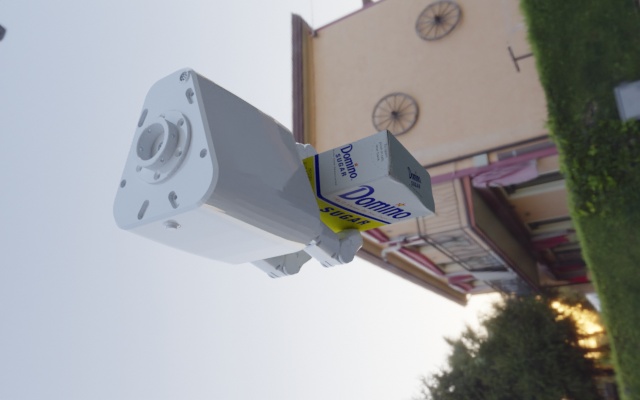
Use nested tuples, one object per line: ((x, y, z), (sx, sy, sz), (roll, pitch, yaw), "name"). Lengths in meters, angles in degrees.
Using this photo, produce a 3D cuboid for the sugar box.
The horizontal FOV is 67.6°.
((0.000, 0.002, 0.419), (0.176, 0.048, 0.093), (-15, -26, 29), "sugar box")
